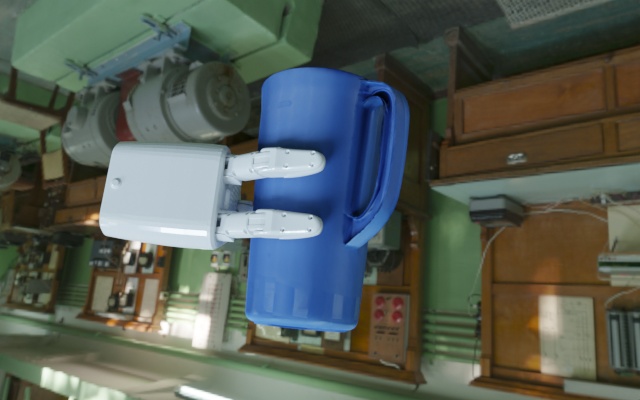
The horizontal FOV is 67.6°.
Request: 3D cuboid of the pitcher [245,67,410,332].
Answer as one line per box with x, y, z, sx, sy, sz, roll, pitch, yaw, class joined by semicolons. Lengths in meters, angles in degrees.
0.000;0.002;0.471;0.145;0.242;0.149;5;-13;0;pitcher
